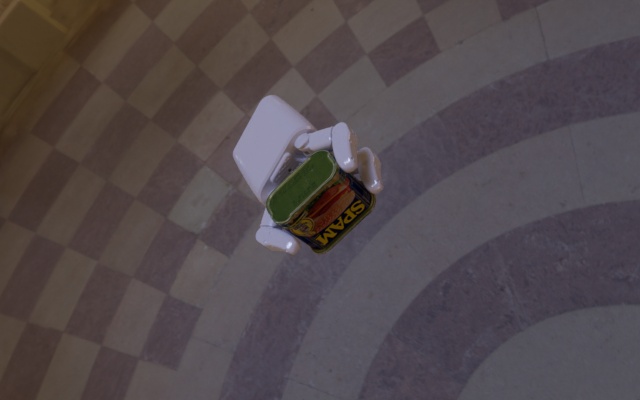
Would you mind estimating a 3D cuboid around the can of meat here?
[{"bbox_3d":[0.000,0.002,0.550,0.084,0.102,0.057,39,11,-45],"label":"can of meat"}]
